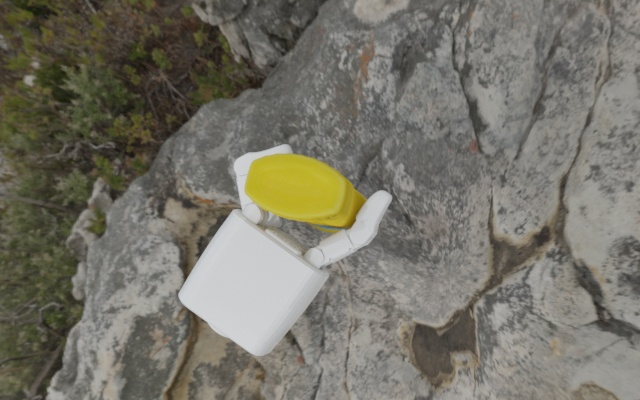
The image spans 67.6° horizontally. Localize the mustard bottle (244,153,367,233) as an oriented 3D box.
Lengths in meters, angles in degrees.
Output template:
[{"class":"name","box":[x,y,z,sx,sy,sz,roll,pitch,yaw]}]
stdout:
[{"class":"mustard bottle","box":[0.000,0.001,0.505,0.096,0.058,0.192,10,-6,17]}]
